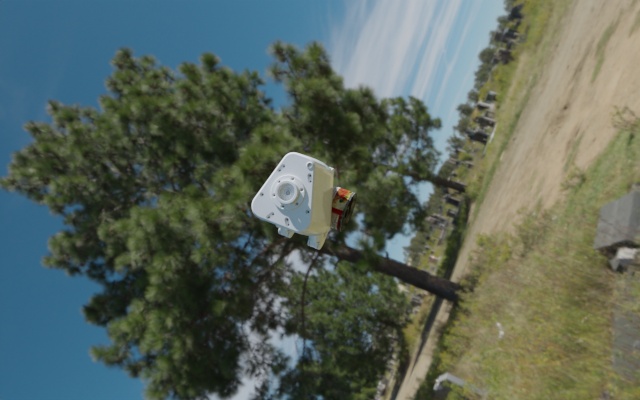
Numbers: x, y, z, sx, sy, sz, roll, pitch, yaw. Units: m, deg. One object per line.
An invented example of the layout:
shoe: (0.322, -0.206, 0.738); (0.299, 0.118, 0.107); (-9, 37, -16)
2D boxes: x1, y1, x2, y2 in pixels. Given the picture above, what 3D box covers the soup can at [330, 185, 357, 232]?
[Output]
soup can: (0.000, 0.002, 0.787); (0.102, 0.068, 0.068); (20, 5, 14)
